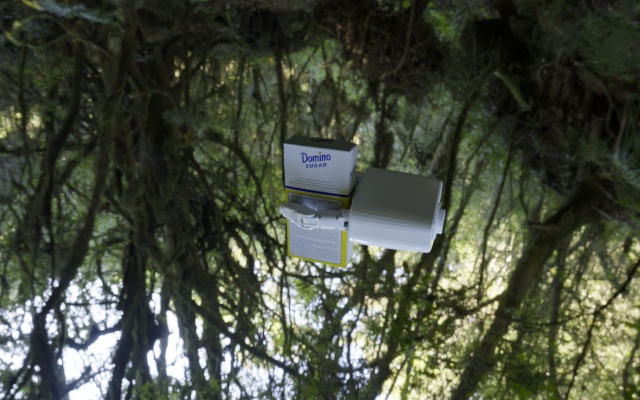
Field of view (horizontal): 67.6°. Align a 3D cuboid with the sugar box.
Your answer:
[{"bbox_3d":[0.000,0.002,0.659,0.093,0.176,0.048,10,26,17],"label":"sugar box"}]
